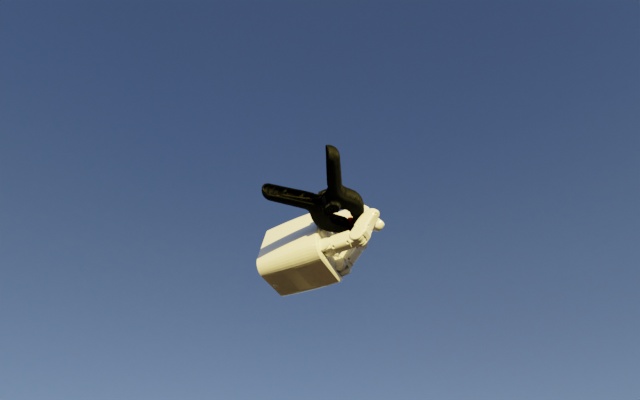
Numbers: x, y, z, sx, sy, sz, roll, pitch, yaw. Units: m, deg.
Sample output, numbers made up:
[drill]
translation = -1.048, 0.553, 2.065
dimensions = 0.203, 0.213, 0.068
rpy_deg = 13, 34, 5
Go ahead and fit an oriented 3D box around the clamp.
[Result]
[clamp]
translation = 0.000, 0.002, 0.680
dimensions = 0.120, 0.039, 0.172
rpy_deg = -20, -47, 17
